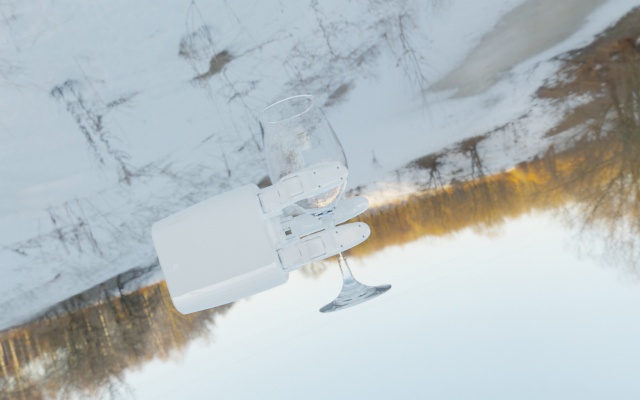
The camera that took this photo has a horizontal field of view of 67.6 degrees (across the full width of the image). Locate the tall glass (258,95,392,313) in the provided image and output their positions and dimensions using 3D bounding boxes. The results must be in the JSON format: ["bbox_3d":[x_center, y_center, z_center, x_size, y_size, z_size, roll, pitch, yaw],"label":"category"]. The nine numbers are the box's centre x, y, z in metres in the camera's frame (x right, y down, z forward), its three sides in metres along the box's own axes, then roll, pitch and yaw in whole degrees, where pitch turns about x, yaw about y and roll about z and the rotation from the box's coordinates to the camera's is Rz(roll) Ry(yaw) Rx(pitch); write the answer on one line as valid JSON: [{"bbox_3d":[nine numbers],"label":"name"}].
[{"bbox_3d":[0.000,0.002,0.467,0.079,0.201,0.079,-19,-5,-2],"label":"tall glass"}]
